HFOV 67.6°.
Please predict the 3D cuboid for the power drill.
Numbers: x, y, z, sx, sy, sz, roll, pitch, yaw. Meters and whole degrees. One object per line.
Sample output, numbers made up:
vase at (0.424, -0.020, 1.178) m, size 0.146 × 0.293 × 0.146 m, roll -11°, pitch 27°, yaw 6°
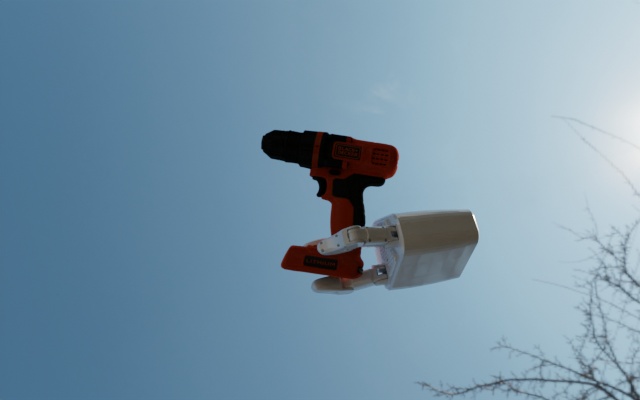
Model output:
power drill at (0.000, 0.003, 0.625) m, size 0.184 × 0.187 × 0.057 m, roll 9°, pitch -5°, yaw 7°
